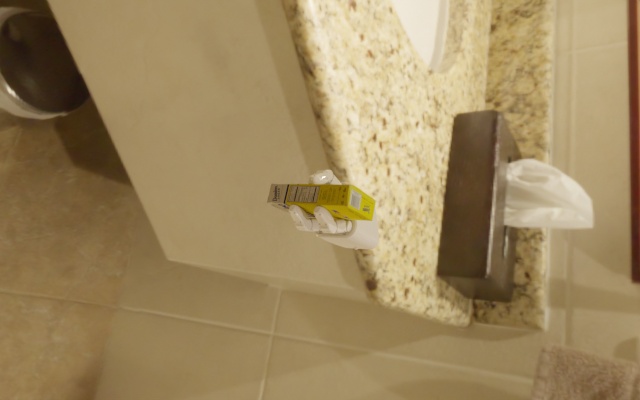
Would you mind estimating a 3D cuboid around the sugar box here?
[{"bbox_3d":[0.000,0.003,0.867,0.176,0.048,0.093,-1,-19,35],"label":"sugar box"}]
